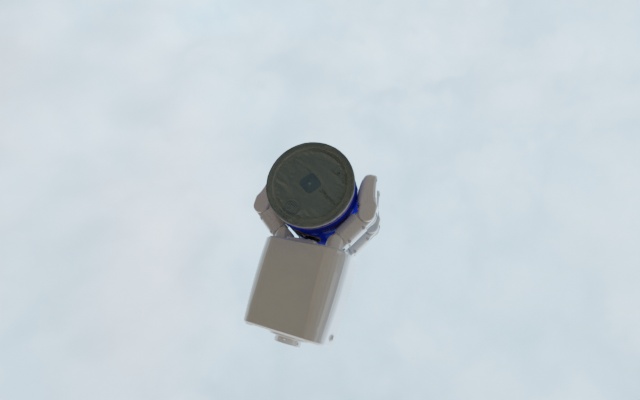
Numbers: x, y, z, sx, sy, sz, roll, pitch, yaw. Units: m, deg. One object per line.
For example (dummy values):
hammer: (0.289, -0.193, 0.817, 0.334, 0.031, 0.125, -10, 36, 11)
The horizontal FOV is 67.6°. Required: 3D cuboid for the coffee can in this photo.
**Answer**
coffee can: (0.000, 0.002, 0.602, 0.103, 0.102, 0.140, 0, -18, 11)
